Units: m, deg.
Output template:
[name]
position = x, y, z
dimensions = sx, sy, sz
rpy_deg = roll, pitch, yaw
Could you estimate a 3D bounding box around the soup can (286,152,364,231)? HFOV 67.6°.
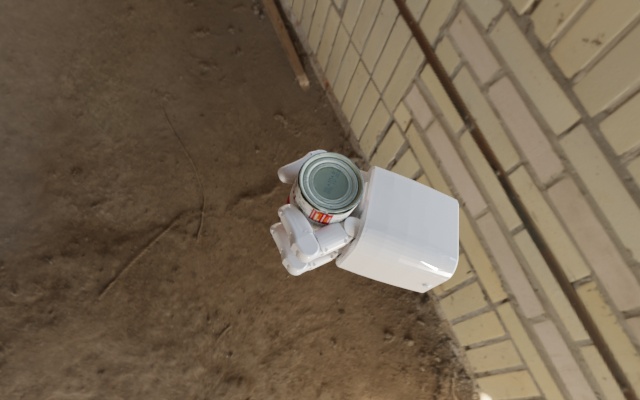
[soup can]
position = 0.000, 0.001, 0.504
dimensions = 0.068, 0.068, 0.102
rpy_deg = 0, -23, -14
